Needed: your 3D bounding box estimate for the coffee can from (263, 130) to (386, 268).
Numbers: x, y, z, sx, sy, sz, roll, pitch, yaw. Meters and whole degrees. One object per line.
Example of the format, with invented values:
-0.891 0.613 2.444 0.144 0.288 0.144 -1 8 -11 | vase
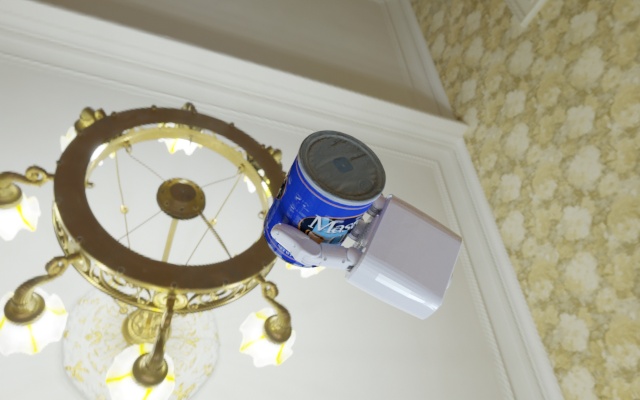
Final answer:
0.000 0.002 0.567 0.103 0.102 0.140 0 -36 -27 | coffee can
